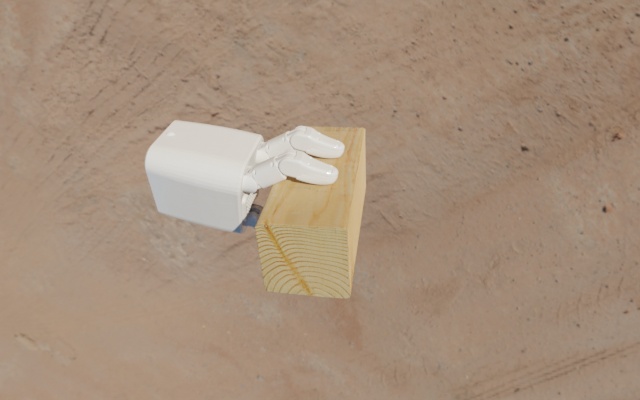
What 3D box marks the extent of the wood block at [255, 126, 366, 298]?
[{"bbox_3d":[0.000,0.002,0.541,0.090,0.091,0.206,3,35,9],"label":"wood block"}]
